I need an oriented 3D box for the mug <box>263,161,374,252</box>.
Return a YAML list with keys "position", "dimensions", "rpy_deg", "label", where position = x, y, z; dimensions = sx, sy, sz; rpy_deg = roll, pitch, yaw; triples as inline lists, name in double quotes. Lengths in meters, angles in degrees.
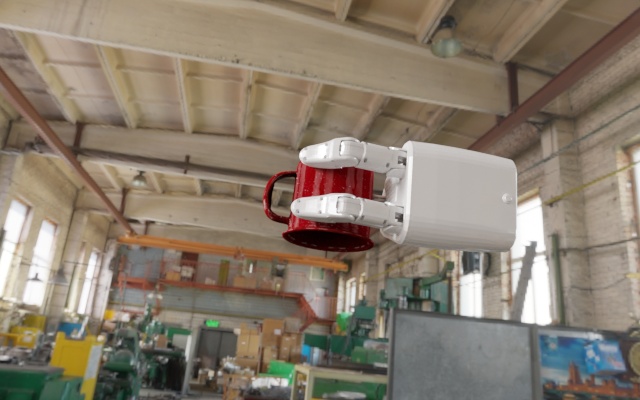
- position: [-0.001, 0.001, 0.489]
  dimensions: [0.117, 0.081, 0.093]
  rpy_deg: [9, -18, -6]
  label: "mug"
